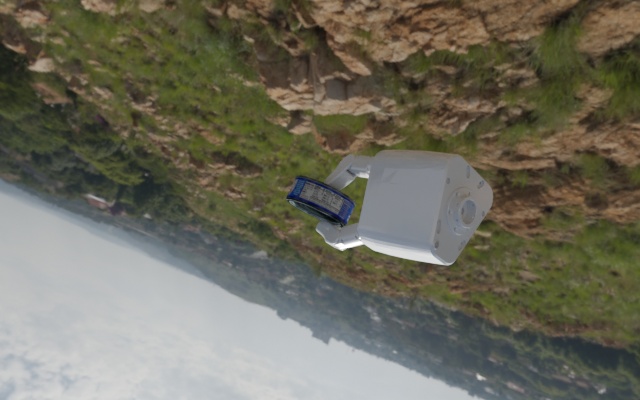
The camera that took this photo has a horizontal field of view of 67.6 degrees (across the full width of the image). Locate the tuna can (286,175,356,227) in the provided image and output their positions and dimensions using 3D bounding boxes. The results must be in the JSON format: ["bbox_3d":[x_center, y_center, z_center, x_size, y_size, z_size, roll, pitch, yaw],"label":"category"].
[{"bbox_3d":[0.000,0.003,0.611,0.086,0.033,0.086,25,-9,4],"label":"tuna can"}]
